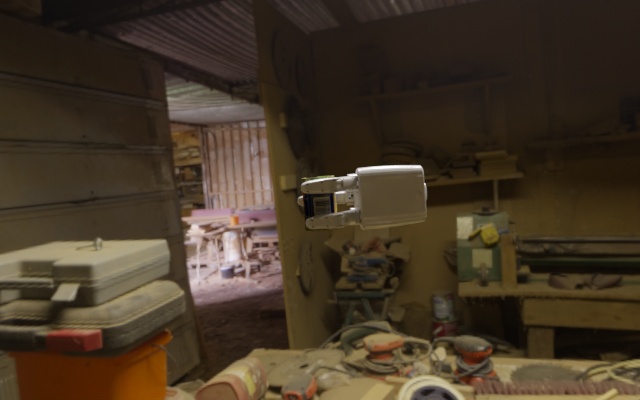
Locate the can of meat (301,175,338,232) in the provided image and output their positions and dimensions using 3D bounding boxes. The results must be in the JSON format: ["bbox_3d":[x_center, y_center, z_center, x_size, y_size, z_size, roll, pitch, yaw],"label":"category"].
[{"bbox_3d":[0.000,0.002,0.786,0.057,0.084,0.102,-4,4,3],"label":"can of meat"}]
